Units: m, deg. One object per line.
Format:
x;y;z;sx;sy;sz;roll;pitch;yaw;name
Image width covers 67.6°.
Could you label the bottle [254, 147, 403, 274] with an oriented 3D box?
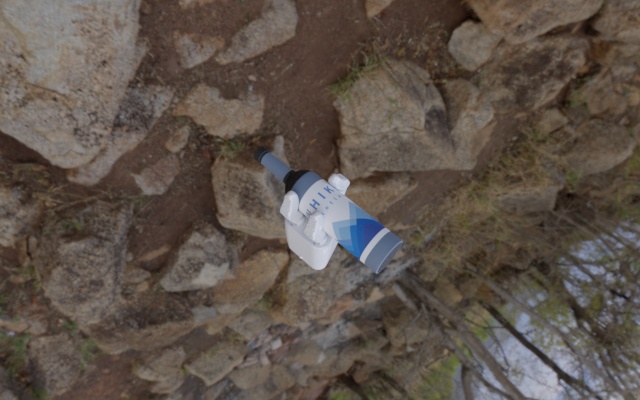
0.000;0.003;0.798;0.295;0.069;0.069;39;14;18;bottle
